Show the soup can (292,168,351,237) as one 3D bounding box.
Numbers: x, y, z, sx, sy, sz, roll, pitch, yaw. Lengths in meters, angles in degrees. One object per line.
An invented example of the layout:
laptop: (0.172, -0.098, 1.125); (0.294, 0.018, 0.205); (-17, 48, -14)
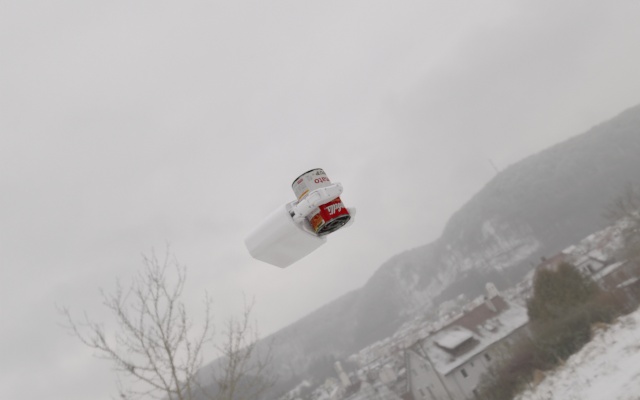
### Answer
soup can: (0.000, 0.002, 0.842); (0.068, 0.102, 0.068); (-26, -19, -10)
